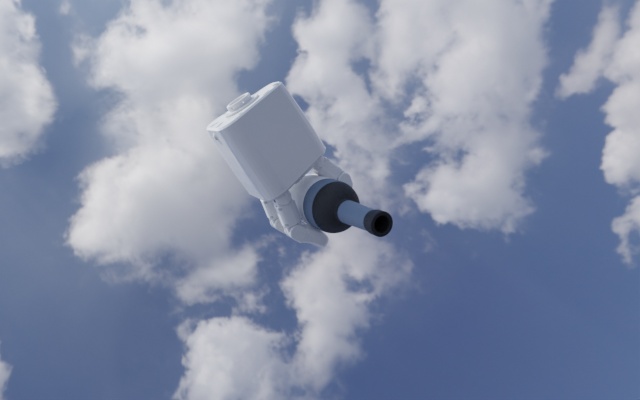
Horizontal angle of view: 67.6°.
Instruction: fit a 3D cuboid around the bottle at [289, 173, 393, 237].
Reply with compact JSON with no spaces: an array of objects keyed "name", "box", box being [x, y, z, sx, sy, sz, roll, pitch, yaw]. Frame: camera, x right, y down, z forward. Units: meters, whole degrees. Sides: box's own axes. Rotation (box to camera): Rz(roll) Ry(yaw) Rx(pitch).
[{"name":"bottle","box":[0.000,0.002,0.624,0.069,0.069,0.295,0,9,-26]}]
